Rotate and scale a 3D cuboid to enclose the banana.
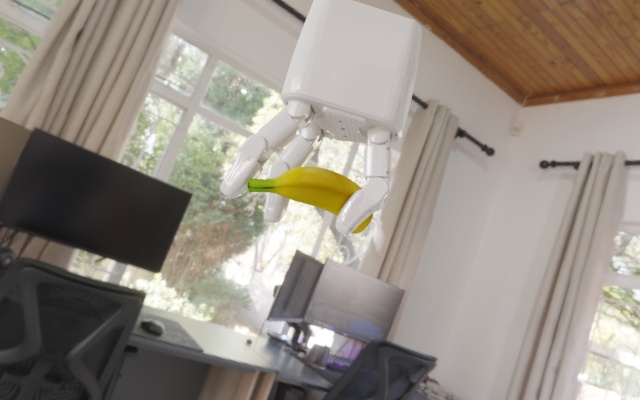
[{"bbox_3d":[0.014,0.001,0.473,0.069,0.037,0.198,2,-14,31],"label":"banana"}]
